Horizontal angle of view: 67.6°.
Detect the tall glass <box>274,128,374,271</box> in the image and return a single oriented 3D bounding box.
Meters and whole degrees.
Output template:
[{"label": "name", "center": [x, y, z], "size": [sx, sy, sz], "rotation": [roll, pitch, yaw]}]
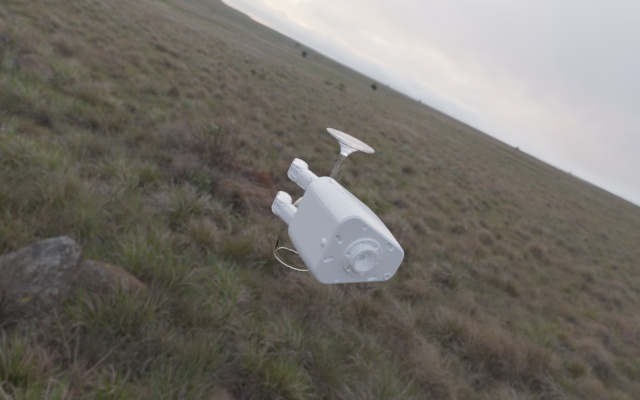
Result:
[{"label": "tall glass", "center": [0.000, 0.002, 0.691], "size": [0.079, 0.201, 0.079], "rotation": [24, 16, -7]}]
